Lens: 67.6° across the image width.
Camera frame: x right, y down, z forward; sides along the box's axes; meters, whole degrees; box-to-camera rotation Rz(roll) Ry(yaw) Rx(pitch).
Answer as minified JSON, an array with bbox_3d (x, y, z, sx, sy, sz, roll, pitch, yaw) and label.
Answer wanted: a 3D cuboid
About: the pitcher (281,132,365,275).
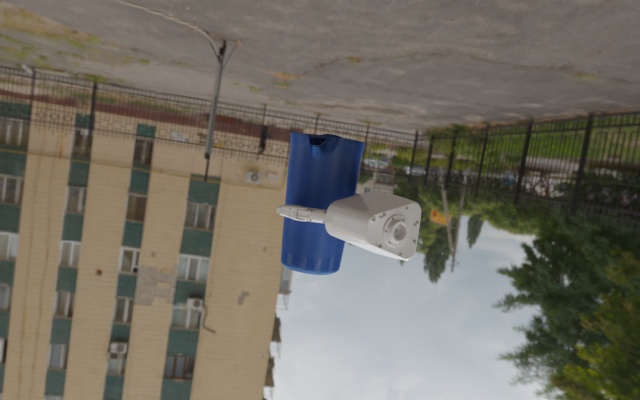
[{"bbox_3d":[0.000,0.003,0.861,0.149,0.243,0.145,6,4,-33],"label":"pitcher"}]
